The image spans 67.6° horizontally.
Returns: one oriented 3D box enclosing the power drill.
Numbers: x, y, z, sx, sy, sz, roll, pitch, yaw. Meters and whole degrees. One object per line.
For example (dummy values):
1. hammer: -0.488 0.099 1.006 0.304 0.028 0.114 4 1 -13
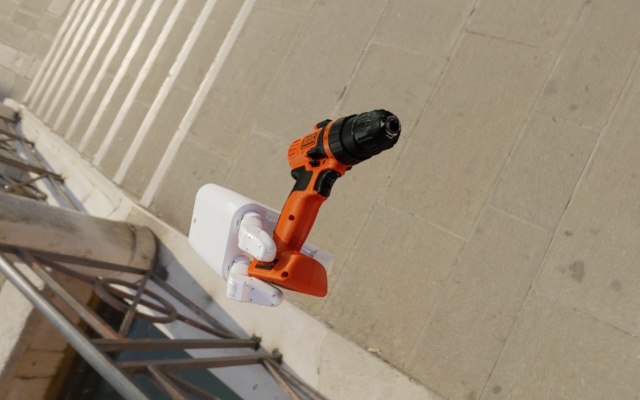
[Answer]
1. power drill: 0.000 0.002 0.494 0.057 0.187 0.184 28 -18 -23
